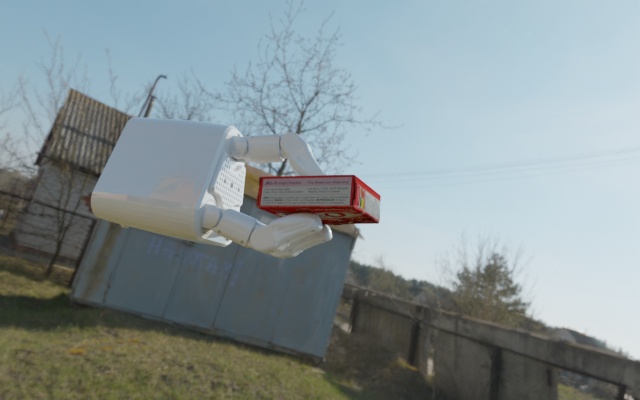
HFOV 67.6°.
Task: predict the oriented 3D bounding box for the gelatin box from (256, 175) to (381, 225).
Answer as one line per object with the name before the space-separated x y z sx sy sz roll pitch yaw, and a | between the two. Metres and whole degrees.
gelatin box | 0.000 0.001 0.416 0.089 0.030 0.073 -1 -13 23
